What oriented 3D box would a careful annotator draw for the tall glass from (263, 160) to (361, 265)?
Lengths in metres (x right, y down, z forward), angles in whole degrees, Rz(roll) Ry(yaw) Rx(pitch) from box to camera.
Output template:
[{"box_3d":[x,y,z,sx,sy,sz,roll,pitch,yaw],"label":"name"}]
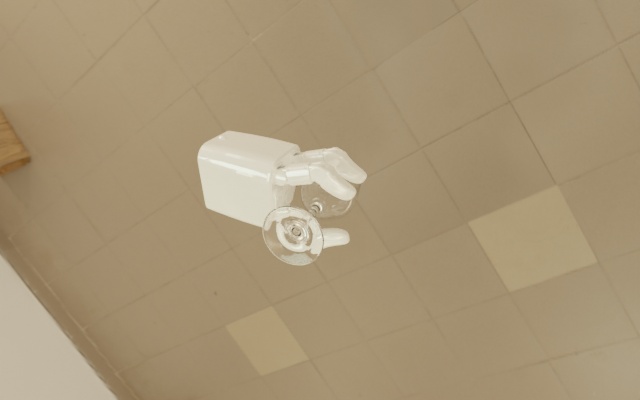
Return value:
[{"box_3d":[0.000,0.002,0.620,0.079,0.079,0.201,0,23,21],"label":"tall glass"}]
